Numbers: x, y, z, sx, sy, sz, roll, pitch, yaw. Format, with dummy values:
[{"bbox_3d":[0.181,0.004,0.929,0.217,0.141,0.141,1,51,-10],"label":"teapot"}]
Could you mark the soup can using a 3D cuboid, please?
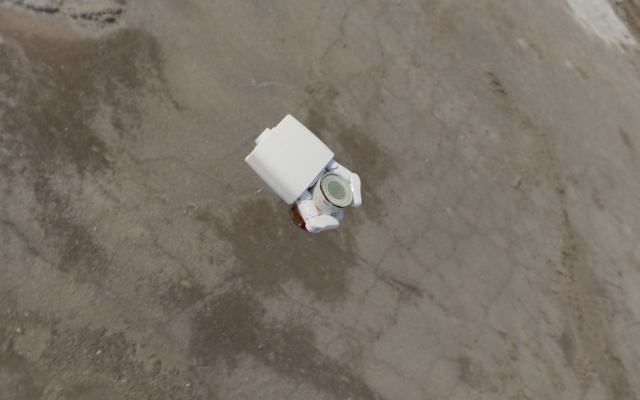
[{"bbox_3d":[0.001,0.003,0.824,0.068,0.068,0.102,0,-26,-38],"label":"soup can"}]
